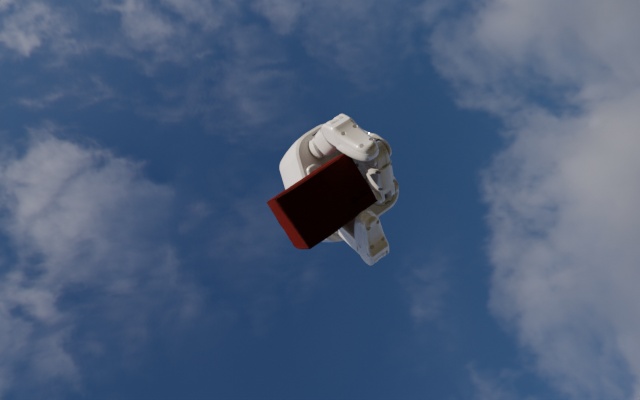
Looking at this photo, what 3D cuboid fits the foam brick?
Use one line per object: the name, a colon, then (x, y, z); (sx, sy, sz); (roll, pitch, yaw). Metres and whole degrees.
foam brick: (0.000, 0.001, 0.425); (0.078, 0.053, 0.051); (-34, 6, -17)
